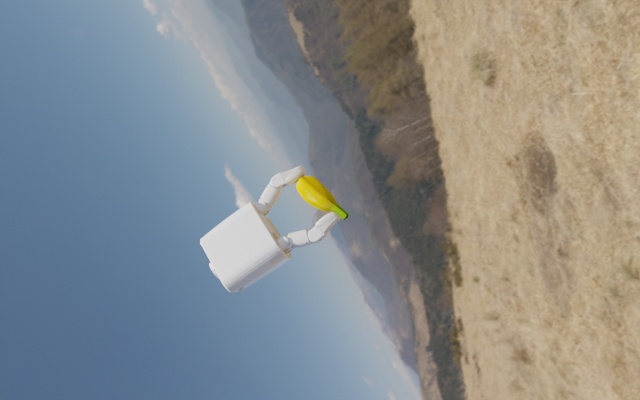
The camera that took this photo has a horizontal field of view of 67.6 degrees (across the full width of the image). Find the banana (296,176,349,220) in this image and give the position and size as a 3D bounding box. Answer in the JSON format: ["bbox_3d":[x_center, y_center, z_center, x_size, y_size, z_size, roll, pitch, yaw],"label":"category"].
[{"bbox_3d":[-0.010,-0.011,0.768,0.037,0.070,0.197,-39,17,-2],"label":"banana"}]
